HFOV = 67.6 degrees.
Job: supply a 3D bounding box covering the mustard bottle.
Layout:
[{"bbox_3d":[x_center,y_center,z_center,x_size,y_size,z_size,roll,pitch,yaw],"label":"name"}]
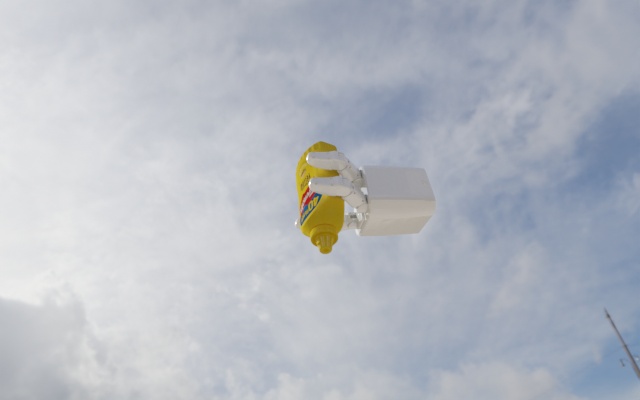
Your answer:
[{"bbox_3d":[0.000,0.002,0.742,0.058,0.191,0.096,18,-48,-24],"label":"mustard bottle"}]
